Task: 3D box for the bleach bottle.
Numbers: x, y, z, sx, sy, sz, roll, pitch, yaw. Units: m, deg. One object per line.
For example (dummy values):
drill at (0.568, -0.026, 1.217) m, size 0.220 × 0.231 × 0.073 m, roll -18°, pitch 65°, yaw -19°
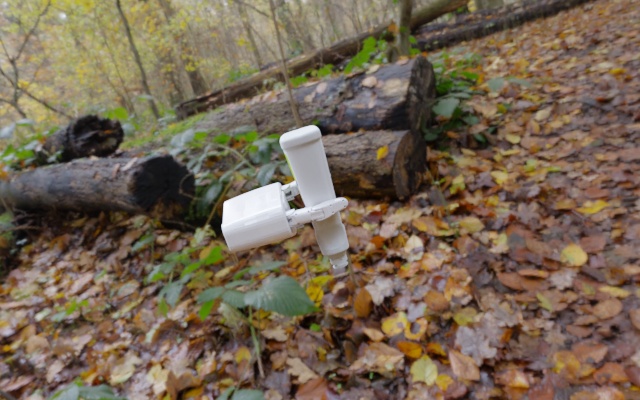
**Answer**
bleach bottle at (0.000, 0.003, 0.816) m, size 0.068 × 0.251 × 0.102 m, roll -18°, pitch 15°, yaw 0°
